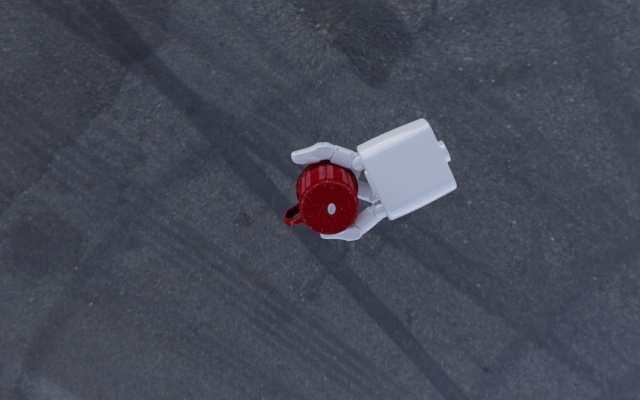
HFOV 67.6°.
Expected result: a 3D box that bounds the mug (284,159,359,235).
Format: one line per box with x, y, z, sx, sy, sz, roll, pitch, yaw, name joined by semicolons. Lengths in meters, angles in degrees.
-0.001;0.003;0.674;0.117;0.093;0.081;-25;19;7;mug
